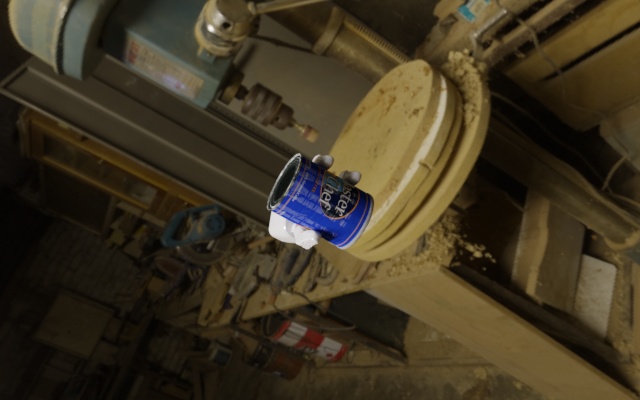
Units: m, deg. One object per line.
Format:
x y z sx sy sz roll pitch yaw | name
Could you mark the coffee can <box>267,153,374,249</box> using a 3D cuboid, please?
0.000 0.003 0.769 0.140 0.103 0.103 29 -10 -18 | coffee can
